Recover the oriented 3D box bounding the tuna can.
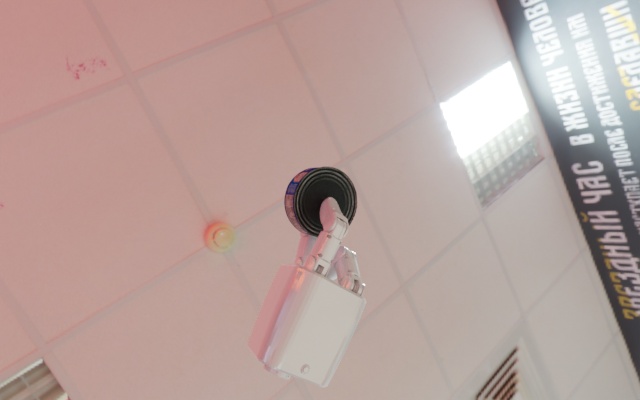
[{"bbox_3d":[0.000,0.002,0.580,0.086,0.086,0.034,0,3,-28],"label":"tuna can"}]
